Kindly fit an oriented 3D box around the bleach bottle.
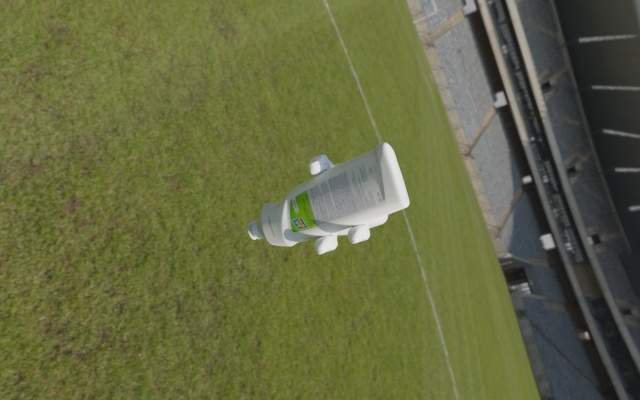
[{"bbox_3d":[0.000,0.002,0.727,0.251,0.102,0.068,-19,-11,19],"label":"bleach bottle"}]
